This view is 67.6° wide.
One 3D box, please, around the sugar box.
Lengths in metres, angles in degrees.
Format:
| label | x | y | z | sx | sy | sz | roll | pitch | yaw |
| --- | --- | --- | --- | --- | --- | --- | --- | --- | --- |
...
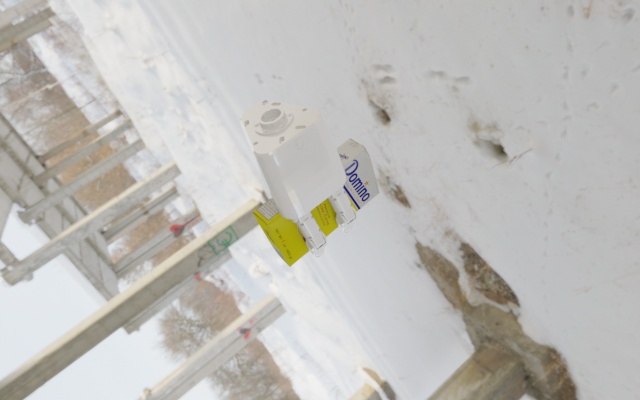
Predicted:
| label | x | y | z | sx | sy | sz | roll | pitch | yaw |
| --- | --- | --- | --- | --- | --- | --- | --- | --- | --- |
| sugar box | 0.000 | 0.002 | 0.664 | 0.176 | 0.093 | 0.048 | -37 | 45 | -15 |
